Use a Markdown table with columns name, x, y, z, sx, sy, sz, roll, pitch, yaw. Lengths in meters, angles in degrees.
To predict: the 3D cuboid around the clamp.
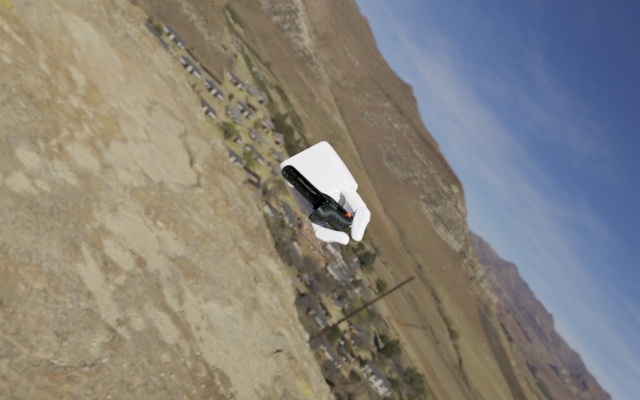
| name | x | y | z | sx | sy | sz | roll | pitch | yaw |
| --- | --- | --- | --- | --- | --- | --- | --- | --- | --- |
| clamp | 0.001 | 0.002 | 0.802 | 0.039 | 0.120 | 0.171 | -35 | -27 | 12 |
